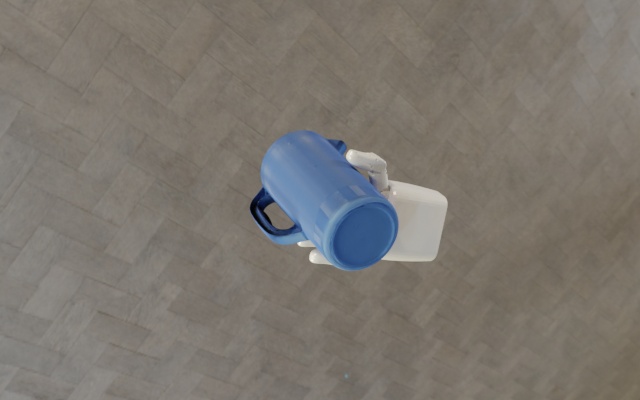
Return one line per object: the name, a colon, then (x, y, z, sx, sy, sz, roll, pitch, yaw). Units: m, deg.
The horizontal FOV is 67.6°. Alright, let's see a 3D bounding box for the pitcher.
pitcher: (0.000, 0.002, 0.691, 0.145, 0.149, 0.242, 8, 21, -27)
